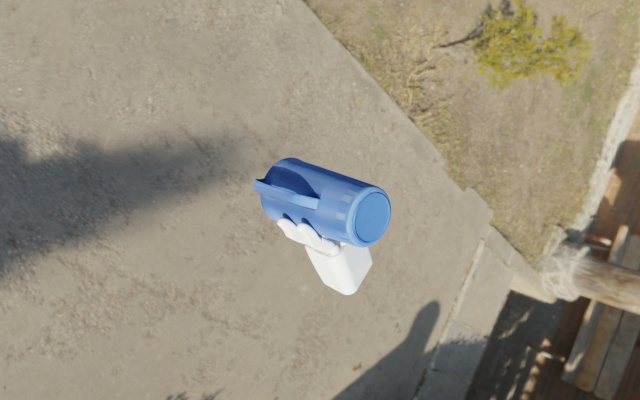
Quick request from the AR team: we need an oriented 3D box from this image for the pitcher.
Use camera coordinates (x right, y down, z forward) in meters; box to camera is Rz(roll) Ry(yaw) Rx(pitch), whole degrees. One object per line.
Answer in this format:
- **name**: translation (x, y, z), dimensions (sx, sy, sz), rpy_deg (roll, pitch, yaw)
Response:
- **pitcher**: translation (0.000, 0.003, 0.877), dimensions (0.149, 0.145, 0.243), rpy_deg (-40, 36, -27)
